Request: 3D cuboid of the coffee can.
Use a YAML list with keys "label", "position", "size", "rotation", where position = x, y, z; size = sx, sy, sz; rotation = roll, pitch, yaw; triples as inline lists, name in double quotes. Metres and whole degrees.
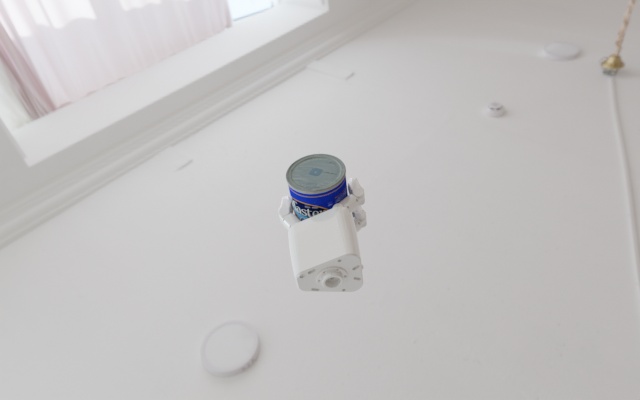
- label: "coffee can"
  position: [0.000, 0.003, 0.851]
  size: [0.103, 0.140, 0.102]
  rotation: [-5, 41, 5]
